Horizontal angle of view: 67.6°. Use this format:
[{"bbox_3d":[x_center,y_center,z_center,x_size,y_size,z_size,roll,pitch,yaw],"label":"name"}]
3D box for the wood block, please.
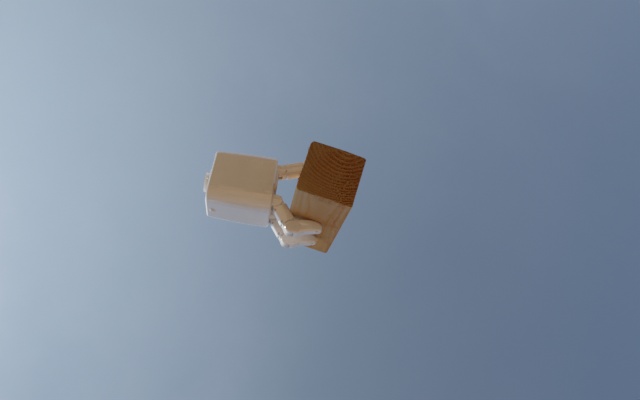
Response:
[{"bbox_3d":[0.000,0.002,0.799,0.090,0.090,0.206,18,-27,-2],"label":"wood block"}]
